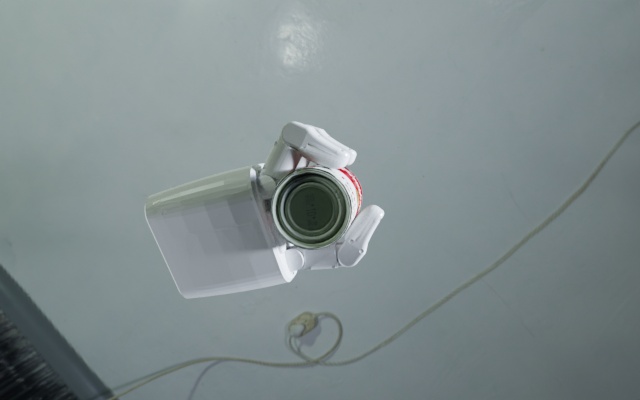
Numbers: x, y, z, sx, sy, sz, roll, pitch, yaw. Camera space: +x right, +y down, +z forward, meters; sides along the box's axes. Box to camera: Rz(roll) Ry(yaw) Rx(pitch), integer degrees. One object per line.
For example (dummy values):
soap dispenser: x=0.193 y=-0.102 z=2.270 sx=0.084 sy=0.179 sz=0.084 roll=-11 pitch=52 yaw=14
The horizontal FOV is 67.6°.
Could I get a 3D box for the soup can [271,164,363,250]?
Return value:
soup can: x=0.001 y=0.001 z=0.426 sx=0.068 sy=0.068 sz=0.102 roll=0 pitch=6 yaw=10
